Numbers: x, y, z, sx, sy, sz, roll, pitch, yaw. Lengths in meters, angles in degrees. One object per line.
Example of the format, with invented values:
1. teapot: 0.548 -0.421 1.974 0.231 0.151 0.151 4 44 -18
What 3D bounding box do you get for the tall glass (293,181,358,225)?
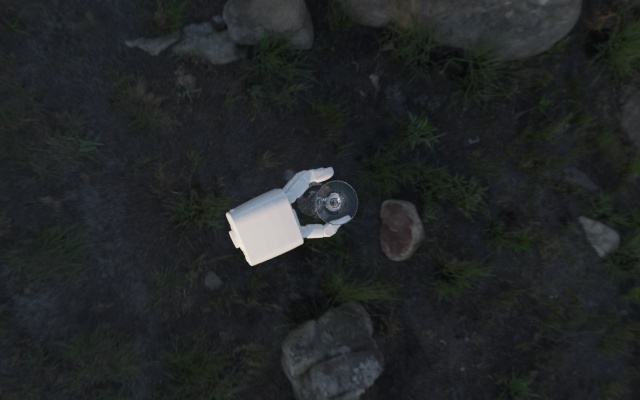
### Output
1. tall glass: 0.000 0.003 0.886 0.079 0.079 0.201 0 1 -16
